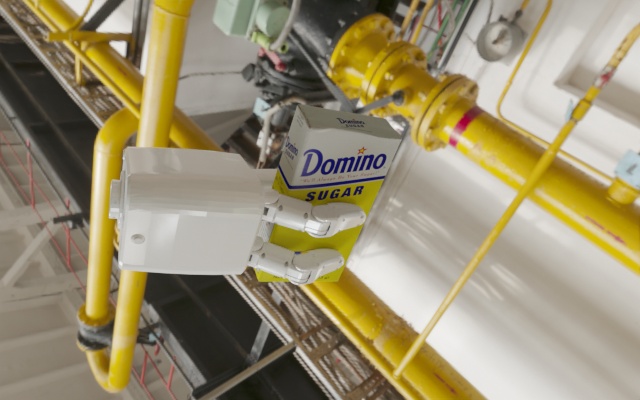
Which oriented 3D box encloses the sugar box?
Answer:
[{"bbox_3d":[0.000,0.002,0.457,0.093,0.176,0.048,3,37,-26],"label":"sugar box"}]
